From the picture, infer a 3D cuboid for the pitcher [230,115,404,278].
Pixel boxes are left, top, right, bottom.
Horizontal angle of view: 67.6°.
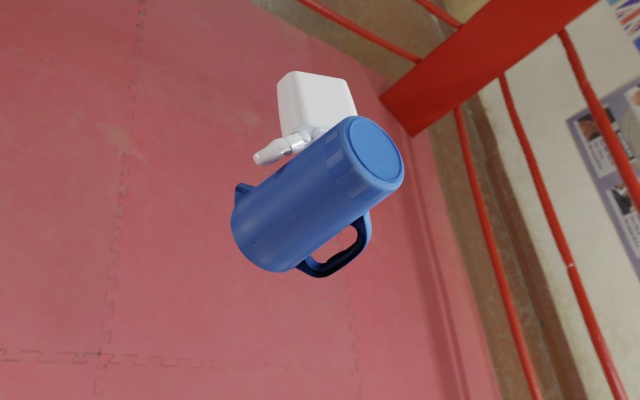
[{"bbox_3d":[0.000,0.002,0.651,0.149,0.145,0.243,15,-37,-37],"label":"pitcher"}]
